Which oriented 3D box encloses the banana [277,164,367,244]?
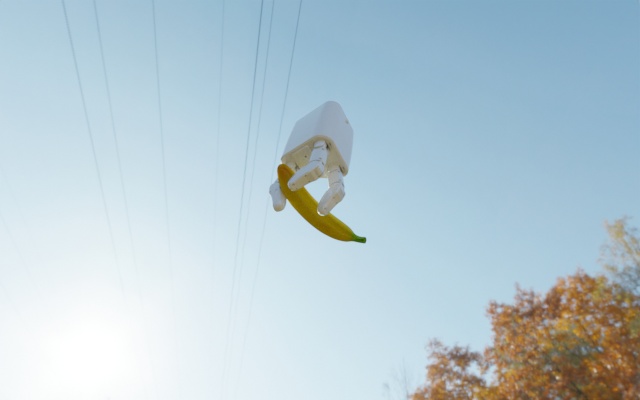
[{"bbox_3d":[-0.009,0.011,0.801,0.198,0.037,0.070,40,-41,-19],"label":"banana"}]
